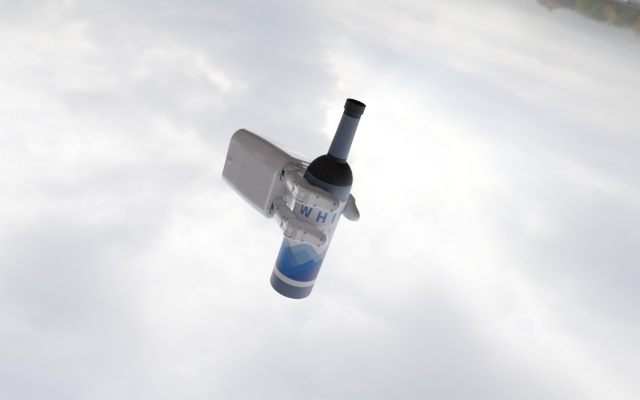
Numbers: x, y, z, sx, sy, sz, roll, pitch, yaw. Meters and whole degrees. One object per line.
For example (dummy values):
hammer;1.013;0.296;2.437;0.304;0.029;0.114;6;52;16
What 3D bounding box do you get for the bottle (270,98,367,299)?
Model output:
bottle;0.000;0.002;0.659;0.069;0.296;0.069;16;25;-8
